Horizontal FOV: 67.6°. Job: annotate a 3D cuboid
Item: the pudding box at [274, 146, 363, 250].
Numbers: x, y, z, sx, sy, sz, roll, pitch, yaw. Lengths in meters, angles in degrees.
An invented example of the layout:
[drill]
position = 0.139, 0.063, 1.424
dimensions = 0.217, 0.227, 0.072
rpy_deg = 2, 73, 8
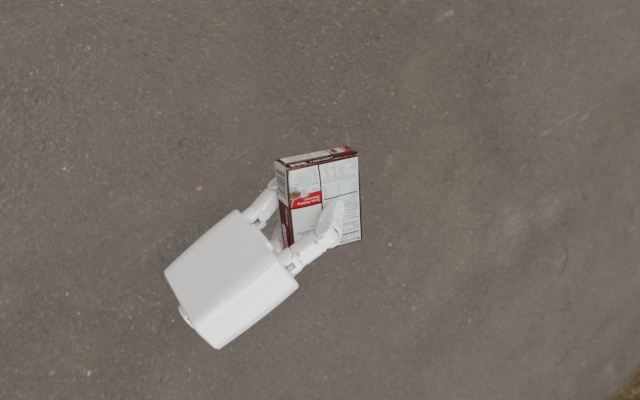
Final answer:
[pudding box]
position = 0.000, 0.002, 0.546
dimensions = 0.090, 0.113, 0.039
rpy_deg = -14, 27, -22
